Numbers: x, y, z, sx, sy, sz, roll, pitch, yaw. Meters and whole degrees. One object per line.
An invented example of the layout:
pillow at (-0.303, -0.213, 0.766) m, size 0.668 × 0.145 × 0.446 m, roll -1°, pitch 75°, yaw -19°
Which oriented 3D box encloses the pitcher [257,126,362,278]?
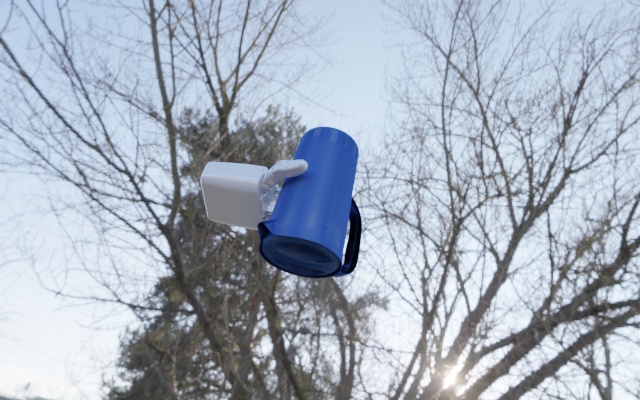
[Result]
pitcher at (0.000, 0.003, 0.802) m, size 0.145 × 0.242 × 0.149 m, roll 7°, pitch -34°, yaw 13°
